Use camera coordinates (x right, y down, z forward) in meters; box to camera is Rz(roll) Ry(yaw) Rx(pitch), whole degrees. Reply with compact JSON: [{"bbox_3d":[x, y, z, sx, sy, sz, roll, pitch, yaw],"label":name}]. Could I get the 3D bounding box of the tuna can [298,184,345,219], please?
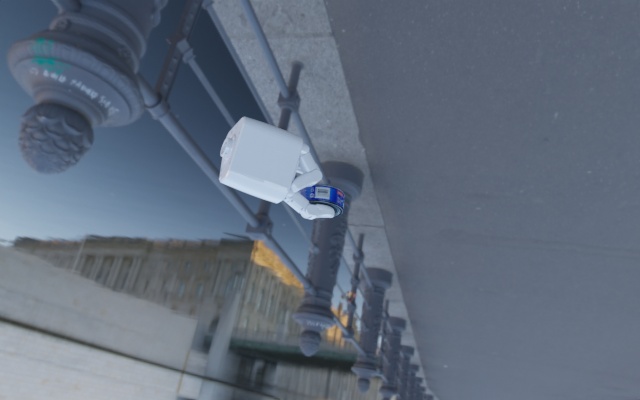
[{"bbox_3d":[0.000,0.003,0.858,0.086,0.033,0.086,4,-23,2],"label":"tuna can"}]
